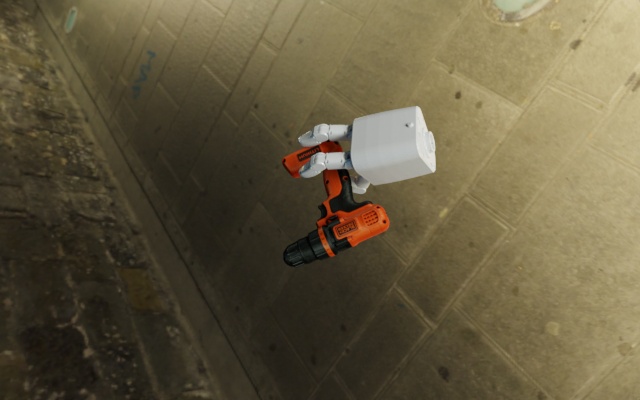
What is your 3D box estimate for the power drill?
[{"bbox_3d":[0.000,0.002,0.802,0.184,0.187,0.057,-24,-18,6],"label":"power drill"}]
